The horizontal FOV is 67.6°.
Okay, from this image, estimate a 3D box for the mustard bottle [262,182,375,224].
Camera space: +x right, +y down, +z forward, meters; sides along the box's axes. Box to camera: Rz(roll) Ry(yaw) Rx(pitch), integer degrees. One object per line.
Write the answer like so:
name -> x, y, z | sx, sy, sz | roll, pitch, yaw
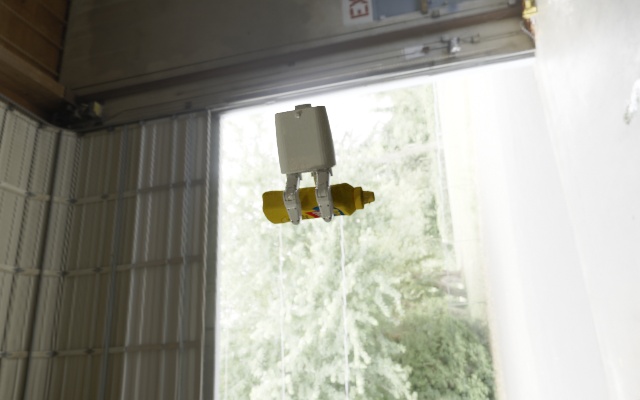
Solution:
mustard bottle -> 0.000, 0.003, 0.843 | 0.191, 0.058, 0.096 | -7, -18, 12
